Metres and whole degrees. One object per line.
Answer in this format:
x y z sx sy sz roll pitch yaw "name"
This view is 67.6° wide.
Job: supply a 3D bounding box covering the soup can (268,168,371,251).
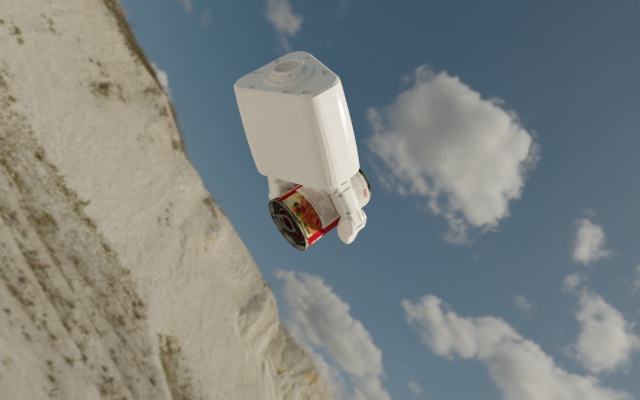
0.000 0.002 0.554 0.102 0.068 0.068 -35 15 -24 "soup can"
